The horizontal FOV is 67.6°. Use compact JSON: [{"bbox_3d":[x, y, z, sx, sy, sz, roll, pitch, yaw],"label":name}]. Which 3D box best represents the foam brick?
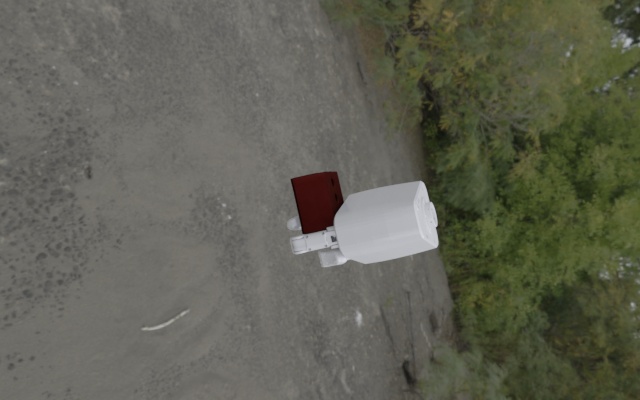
[{"bbox_3d":[0.000,0.002,0.650,0.051,0.078,0.053,-14,-2,22],"label":"foam brick"}]
